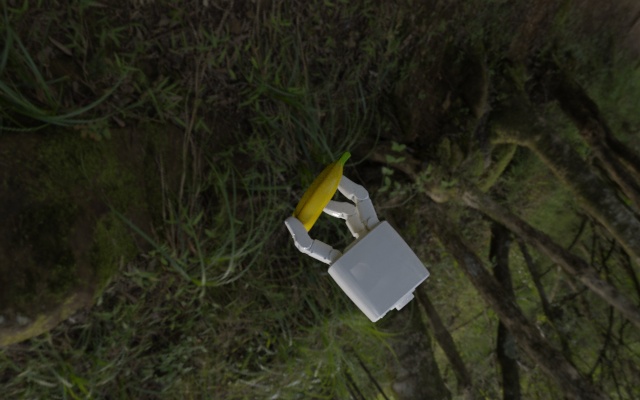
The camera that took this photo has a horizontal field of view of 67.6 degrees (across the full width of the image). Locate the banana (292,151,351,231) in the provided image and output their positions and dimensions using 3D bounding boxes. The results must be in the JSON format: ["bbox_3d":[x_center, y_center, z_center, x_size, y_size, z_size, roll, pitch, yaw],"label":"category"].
[{"bbox_3d":[-0.010,0.007,0.750,0.069,0.037,0.198,-33,-16,-45],"label":"banana"}]
